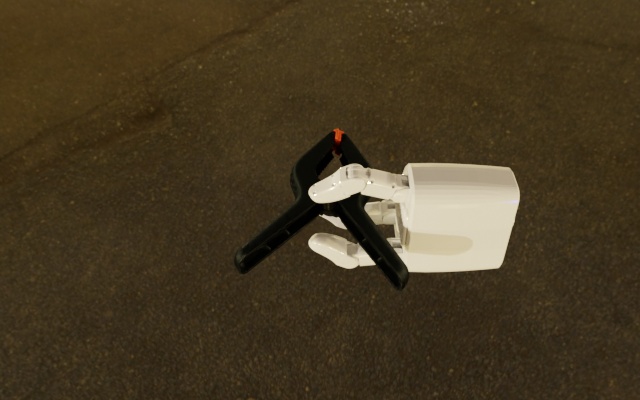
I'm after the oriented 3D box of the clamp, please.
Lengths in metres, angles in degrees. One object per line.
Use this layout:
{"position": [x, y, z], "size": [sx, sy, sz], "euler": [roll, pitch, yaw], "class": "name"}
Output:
{"position": [0.000, 0.001, 0.505], "size": [0.164, 0.209, 0.036], "euler": [1, -42, -1], "class": "clamp"}
